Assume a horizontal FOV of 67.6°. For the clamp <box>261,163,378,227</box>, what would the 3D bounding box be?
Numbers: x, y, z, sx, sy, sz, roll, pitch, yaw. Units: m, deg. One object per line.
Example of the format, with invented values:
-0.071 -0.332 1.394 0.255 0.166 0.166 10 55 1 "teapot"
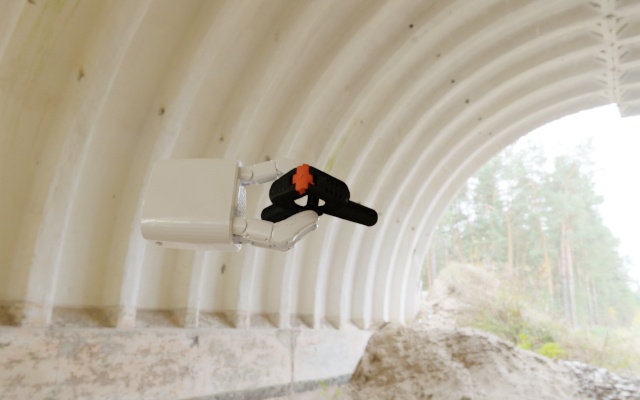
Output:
0.000 0.001 0.590 0.164 0.036 0.210 1 -15 -1 "clamp"
